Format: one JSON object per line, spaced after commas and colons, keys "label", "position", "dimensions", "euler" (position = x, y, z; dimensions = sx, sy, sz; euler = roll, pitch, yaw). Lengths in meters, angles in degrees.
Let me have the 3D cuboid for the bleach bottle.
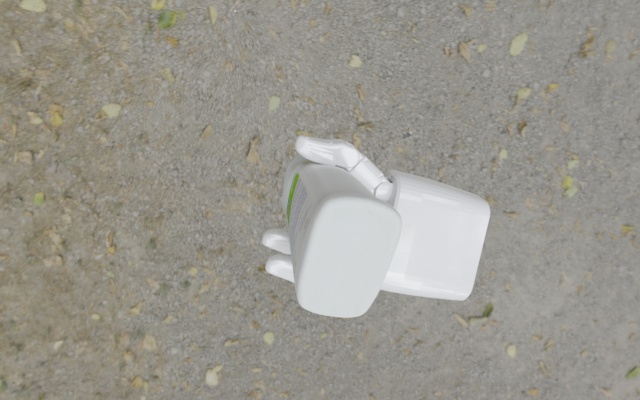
{"label": "bleach bottle", "position": [0.000, 0.002, 0.461], "dimensions": [0.068, 0.102, 0.250], "euler": [12, 19, -14]}
